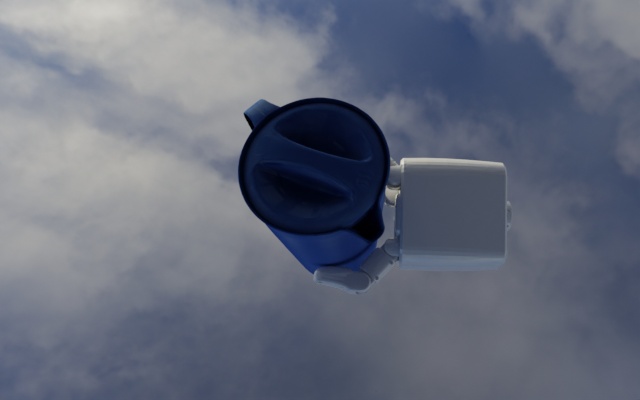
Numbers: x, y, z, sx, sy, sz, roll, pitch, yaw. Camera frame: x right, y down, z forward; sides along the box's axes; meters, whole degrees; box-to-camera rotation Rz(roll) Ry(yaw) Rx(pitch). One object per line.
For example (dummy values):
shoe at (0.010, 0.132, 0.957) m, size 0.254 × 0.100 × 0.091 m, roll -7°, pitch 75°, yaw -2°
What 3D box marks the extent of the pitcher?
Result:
pitcher at (0.000, 0.002, 0.520) m, size 0.145 × 0.149 × 0.243 m, roll 1°, pitch -21°, yaw 7°
